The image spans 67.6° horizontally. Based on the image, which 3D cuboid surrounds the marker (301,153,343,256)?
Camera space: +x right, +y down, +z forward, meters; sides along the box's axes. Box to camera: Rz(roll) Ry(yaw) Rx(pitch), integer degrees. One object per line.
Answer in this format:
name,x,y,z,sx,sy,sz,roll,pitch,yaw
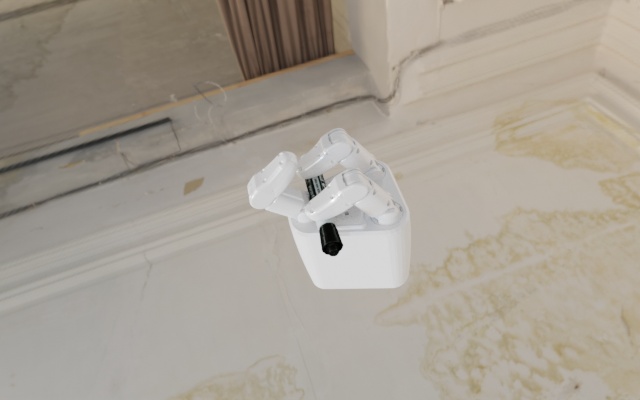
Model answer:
marker,0.000,0.001,0.442,0.020,0.121,0.020,-8,-42,-8
